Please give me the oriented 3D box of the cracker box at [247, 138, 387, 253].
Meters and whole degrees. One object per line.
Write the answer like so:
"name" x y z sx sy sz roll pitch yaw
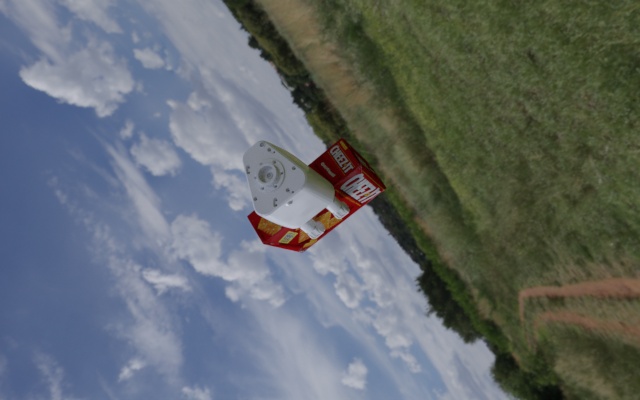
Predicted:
"cracker box" 0.000 0.003 0.859 0.214 0.072 0.164 -38 -23 11
